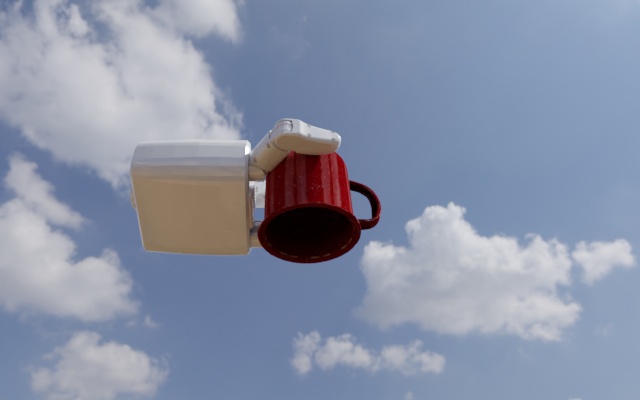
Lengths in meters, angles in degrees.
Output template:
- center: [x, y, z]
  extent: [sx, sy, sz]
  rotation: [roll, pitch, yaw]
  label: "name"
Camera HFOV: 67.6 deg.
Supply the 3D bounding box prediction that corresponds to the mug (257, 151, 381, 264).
- center: [0.002, 0.001, 0.455]
  extent: [0.117, 0.081, 0.093]
  rotation: [2, -40, -7]
  label: "mug"
